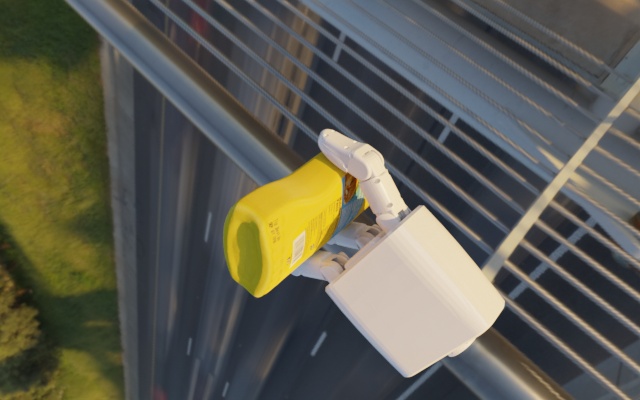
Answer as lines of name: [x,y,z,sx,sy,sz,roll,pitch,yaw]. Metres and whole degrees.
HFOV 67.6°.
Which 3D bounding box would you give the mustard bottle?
mustard bottle: [0.000,0.001,0.438,0.058,0.096,0.191,32,45,25]
